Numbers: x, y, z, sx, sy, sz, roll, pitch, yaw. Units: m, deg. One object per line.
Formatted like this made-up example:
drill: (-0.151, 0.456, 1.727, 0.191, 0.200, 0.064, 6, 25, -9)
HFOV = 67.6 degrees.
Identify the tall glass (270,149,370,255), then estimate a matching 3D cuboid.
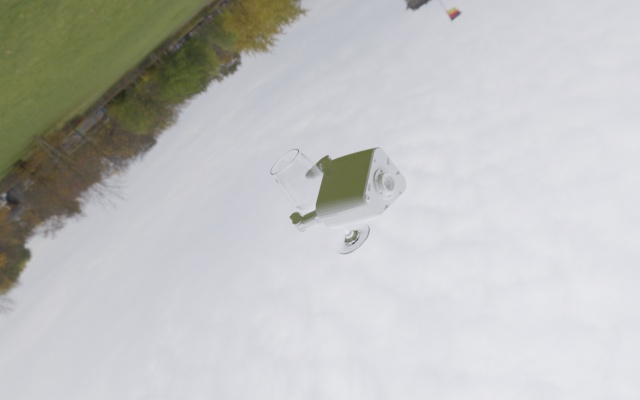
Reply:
tall glass: (0.000, 0.003, 0.836, 0.201, 0.079, 0.079, 48, -24, -24)
